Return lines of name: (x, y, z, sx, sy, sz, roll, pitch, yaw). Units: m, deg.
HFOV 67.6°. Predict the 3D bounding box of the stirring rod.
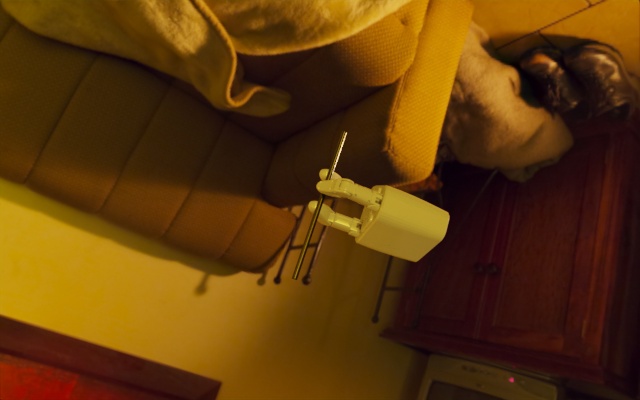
stirring rod: (0.000, 0.002, 0.710, 0.011, 0.239, 0.011, 17, -18, 6)
